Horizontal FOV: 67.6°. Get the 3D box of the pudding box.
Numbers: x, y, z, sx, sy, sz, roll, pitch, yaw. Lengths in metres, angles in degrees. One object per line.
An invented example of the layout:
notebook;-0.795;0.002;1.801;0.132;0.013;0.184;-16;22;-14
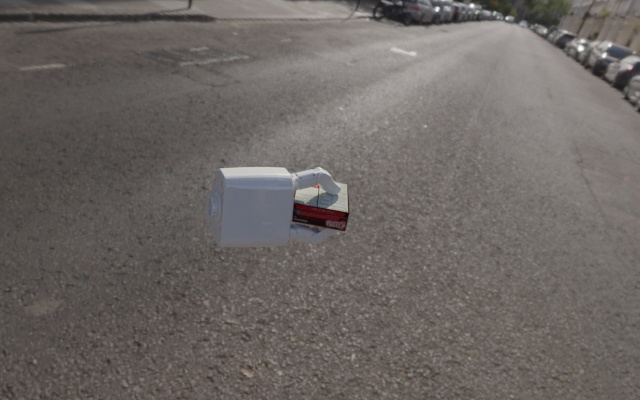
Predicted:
pudding box;0.000;0.002;0.776;0.090;0.039;0.113;12;27;-3
